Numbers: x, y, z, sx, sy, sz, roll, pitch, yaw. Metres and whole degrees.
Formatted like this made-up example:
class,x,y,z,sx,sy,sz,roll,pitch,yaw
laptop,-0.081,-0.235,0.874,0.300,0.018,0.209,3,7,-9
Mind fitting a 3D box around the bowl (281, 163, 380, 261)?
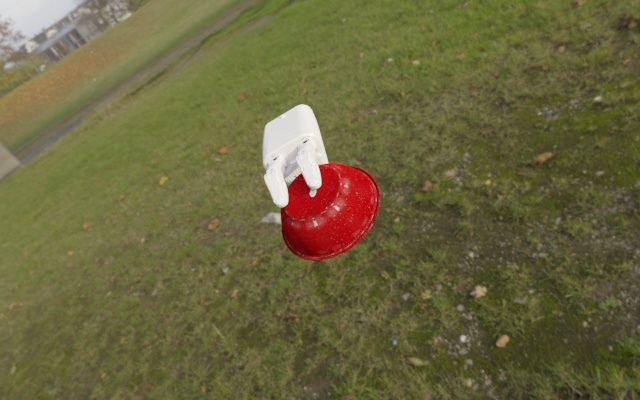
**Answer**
class,x,y,z,sx,sy,sz,roll,pitch,yaw
bowl,0.000,0.003,0.678,0.162,0.162,0.055,0,-32,34
